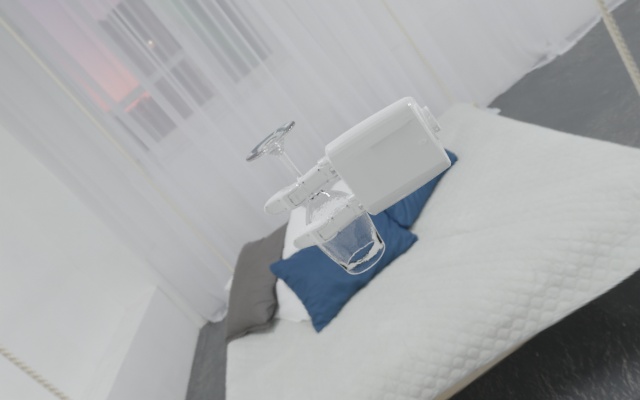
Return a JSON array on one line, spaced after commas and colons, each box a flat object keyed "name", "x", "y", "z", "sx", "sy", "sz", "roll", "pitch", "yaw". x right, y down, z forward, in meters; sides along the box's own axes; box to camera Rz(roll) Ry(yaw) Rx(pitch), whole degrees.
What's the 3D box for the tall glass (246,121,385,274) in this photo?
[{"name": "tall glass", "x": 0.000, "y": 0.001, "z": 0.598, "sx": 0.079, "sy": 0.201, "sz": 0.079, "roll": -34, "pitch": 19, "yaw": 14}]
